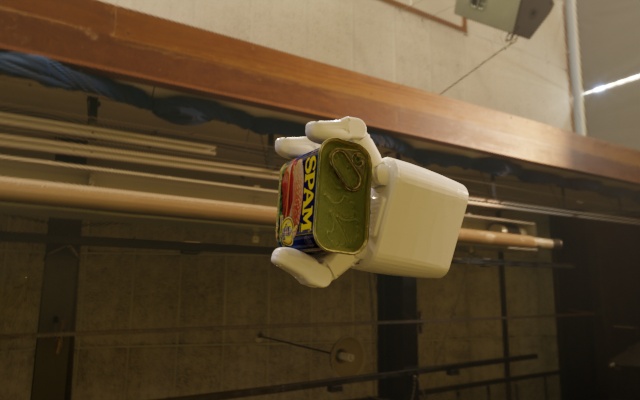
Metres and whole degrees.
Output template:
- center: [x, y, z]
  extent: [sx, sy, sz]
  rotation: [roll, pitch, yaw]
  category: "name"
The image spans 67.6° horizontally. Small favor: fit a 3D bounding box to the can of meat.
- center: [0.000, 0.002, 0.452]
  extent: [0.057, 0.102, 0.084]
  rotation: [10, -13, -30]
  category: "can of meat"
